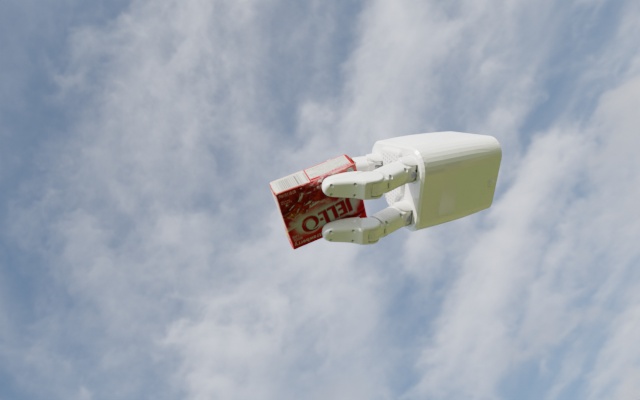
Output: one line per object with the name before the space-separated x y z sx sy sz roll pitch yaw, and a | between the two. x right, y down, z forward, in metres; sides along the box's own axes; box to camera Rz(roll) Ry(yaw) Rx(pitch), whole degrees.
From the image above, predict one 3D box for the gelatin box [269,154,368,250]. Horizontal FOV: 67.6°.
gelatin box | 0.000 0.002 0.499 0.089 0.073 0.030 -21 35 -9
